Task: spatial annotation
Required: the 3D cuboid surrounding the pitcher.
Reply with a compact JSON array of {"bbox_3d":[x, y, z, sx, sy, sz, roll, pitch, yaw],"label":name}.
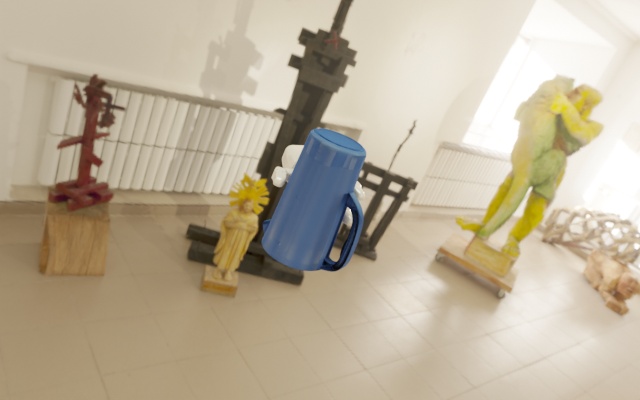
[{"bbox_3d":[0.000,0.003,0.871,0.149,0.243,0.145,15,22,-19],"label":"pitcher"}]
